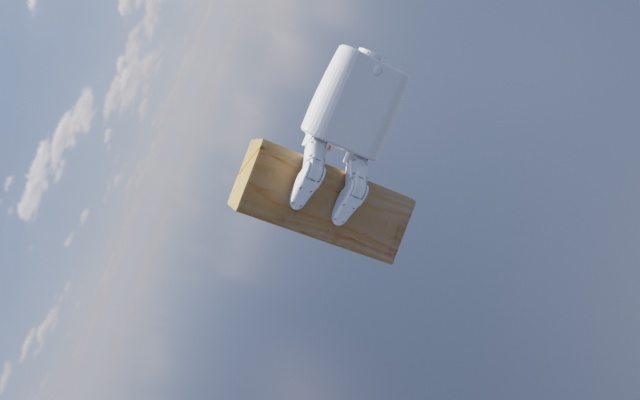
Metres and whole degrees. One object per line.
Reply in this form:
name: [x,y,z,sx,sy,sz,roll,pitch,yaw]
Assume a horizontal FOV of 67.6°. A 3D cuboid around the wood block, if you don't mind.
wood block: [0.000,0.002,0.602,0.206,0.090,0.091,21,0,-18]
